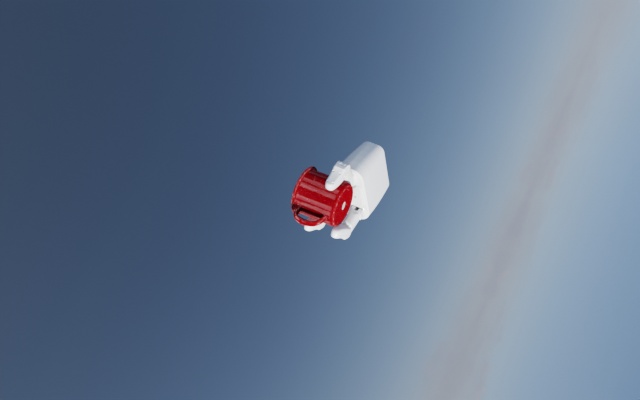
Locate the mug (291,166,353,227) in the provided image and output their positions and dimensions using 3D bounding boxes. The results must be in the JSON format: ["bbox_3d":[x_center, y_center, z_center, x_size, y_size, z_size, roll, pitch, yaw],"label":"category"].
[{"bbox_3d":[0.000,0.004,0.842,0.081,0.093,0.117,22,47,21],"label":"mug"}]
